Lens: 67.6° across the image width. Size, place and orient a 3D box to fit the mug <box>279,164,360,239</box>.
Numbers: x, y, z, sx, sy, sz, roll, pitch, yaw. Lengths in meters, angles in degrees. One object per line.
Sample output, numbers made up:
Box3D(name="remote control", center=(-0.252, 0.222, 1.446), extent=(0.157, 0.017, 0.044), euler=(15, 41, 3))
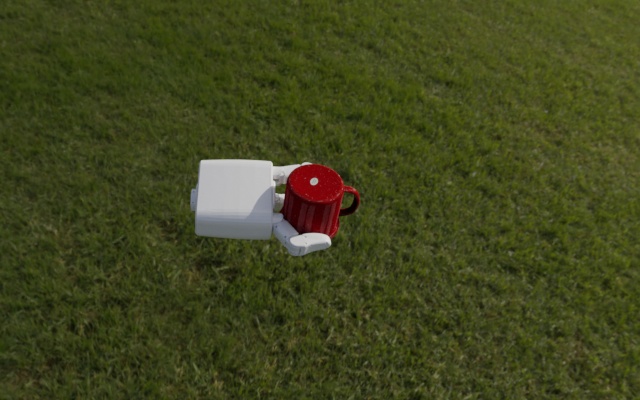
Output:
Box3D(name="mug", center=(0.002, 0.002, 0.689), extent=(0.117, 0.093, 0.082), euler=(0, -44, -11))
